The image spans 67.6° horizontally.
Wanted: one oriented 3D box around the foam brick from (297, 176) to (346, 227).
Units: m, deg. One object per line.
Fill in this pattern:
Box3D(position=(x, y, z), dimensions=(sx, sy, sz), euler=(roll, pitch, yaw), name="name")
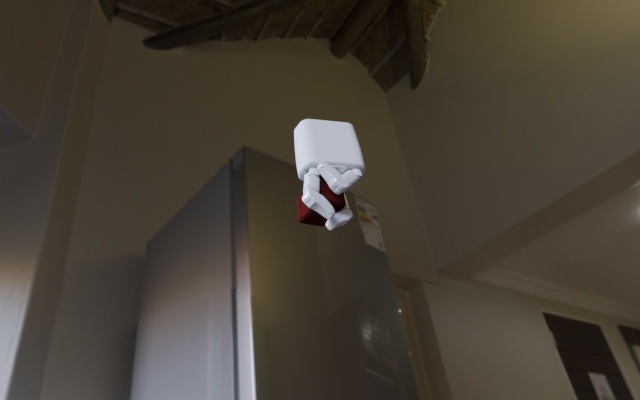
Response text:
Box3D(position=(0.000, 0.003, 0.839), dimensions=(0.053, 0.051, 0.078), euler=(13, -40, -31), name="foam brick")
